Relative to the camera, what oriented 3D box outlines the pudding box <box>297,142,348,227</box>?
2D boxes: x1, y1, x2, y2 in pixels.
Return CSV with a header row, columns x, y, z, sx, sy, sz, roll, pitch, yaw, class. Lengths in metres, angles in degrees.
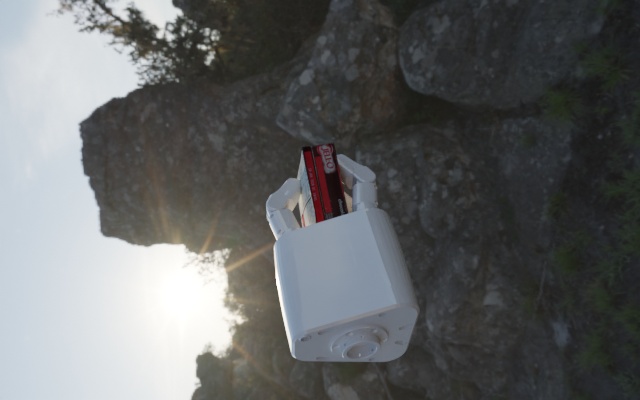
x,y,z,sx,sy,sz,roll,pitch,yaw,class
0.000,0.002,0.516,0.039,0.090,0.113,-7,-17,-10,pudding box
